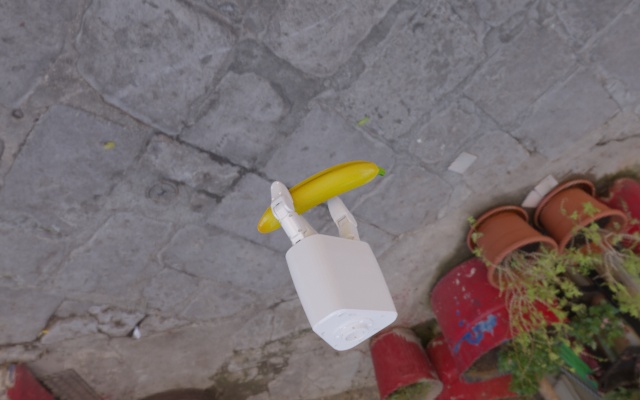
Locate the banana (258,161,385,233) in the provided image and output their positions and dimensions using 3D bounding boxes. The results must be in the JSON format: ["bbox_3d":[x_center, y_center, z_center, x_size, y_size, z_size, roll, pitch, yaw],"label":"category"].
[{"bbox_3d":[0.000,-0.009,0.646,0.198,0.037,0.070,-24,-33,-2],"label":"banana"}]
